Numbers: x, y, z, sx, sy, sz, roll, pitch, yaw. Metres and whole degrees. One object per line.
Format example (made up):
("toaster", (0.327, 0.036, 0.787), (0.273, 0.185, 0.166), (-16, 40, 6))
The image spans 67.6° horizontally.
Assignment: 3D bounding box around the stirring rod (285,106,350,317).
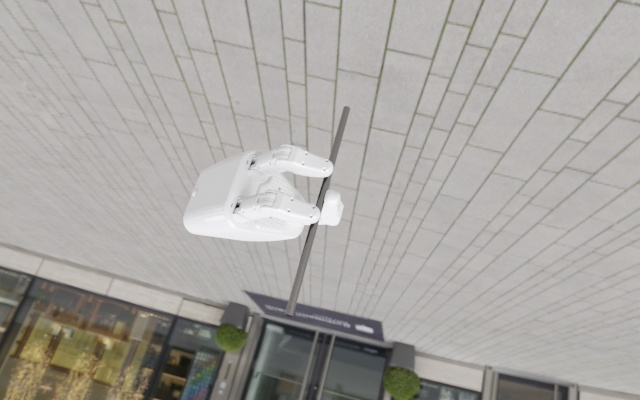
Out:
("stirring rod", (0.000, 0.002, 0.496), (0.011, 0.239, 0.011), (13, -23, 6))
